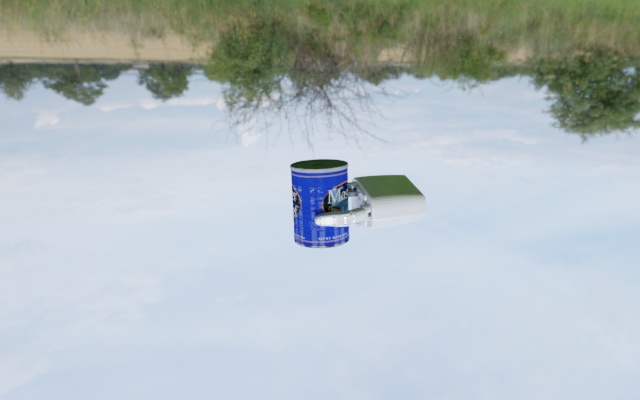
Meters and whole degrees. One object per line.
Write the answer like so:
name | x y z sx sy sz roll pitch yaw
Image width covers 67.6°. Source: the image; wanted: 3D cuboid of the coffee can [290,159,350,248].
coffee can | 0.000 0.003 0.855 0.103 0.140 0.102 -2 14 1
